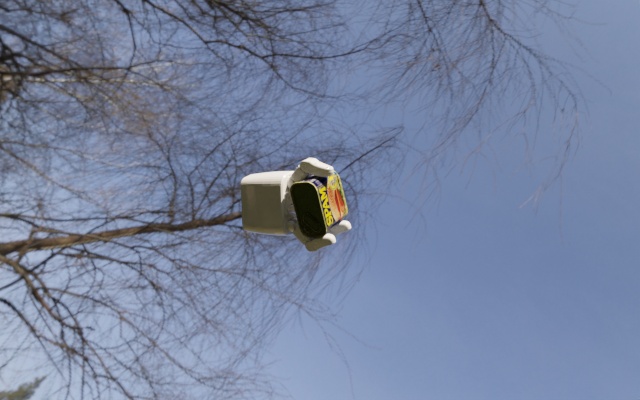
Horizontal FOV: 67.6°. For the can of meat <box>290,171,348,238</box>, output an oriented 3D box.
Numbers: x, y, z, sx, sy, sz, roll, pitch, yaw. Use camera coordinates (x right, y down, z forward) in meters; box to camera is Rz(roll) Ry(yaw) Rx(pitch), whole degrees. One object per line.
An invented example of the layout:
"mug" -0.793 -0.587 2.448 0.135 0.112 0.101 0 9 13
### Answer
"can of meat" 0.000 0.003 0.845 0.057 0.102 0.084 -3 19 35
